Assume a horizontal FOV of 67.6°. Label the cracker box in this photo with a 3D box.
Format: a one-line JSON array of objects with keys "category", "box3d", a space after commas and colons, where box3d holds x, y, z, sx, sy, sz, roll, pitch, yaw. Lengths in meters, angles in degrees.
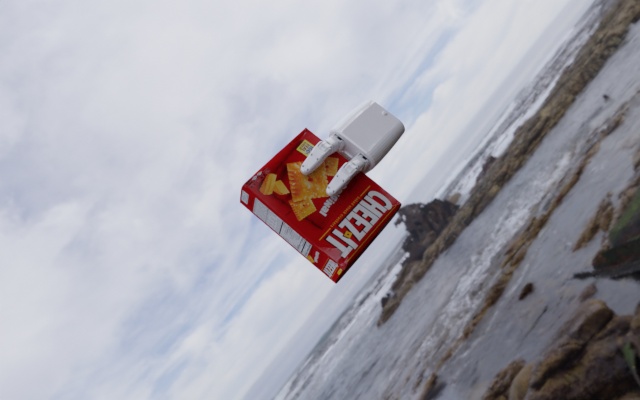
[{"category": "cracker box", "box3d": [0.000, 0.003, 0.790, 0.213, 0.164, 0.072, 39, -29, 10]}]
